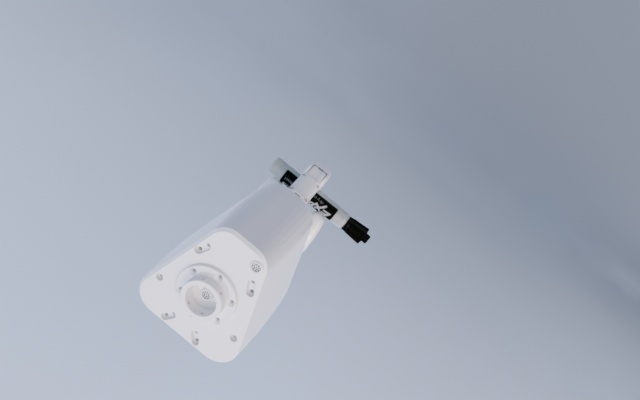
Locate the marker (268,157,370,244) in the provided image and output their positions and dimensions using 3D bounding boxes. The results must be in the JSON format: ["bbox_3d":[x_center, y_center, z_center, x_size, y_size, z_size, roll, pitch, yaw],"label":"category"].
[{"bbox_3d":[0.000,0.002,0.475,0.121,0.020,0.020,39,1,1],"label":"marker"}]
